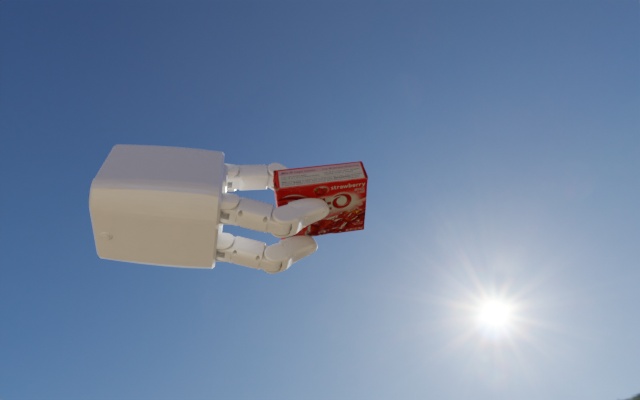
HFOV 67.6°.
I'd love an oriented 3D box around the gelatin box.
[{"bbox_3d":[0.000,0.001,0.474,0.089,0.073,0.030,-7,45,-6],"label":"gelatin box"}]
